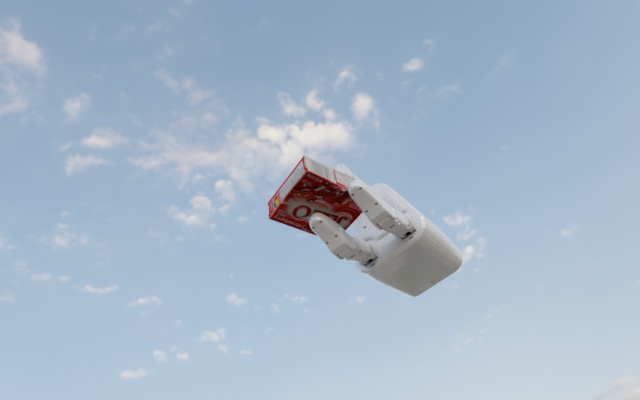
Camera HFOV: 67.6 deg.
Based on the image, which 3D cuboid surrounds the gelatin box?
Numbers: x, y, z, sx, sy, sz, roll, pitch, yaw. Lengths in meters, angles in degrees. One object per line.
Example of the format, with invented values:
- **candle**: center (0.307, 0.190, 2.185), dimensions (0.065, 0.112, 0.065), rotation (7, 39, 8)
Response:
- **gelatin box**: center (0.000, 0.001, 0.508), dimensions (0.089, 0.073, 0.030), rotation (23, 33, -29)
